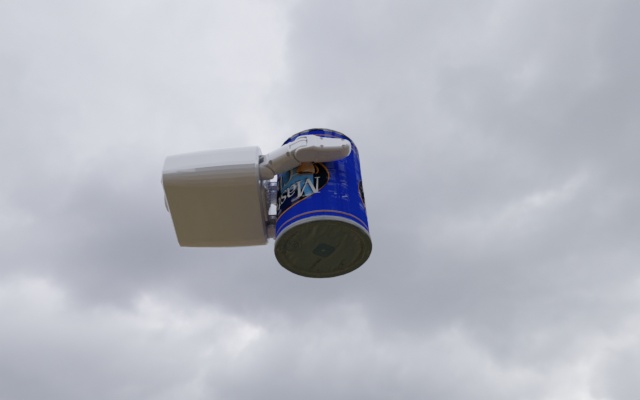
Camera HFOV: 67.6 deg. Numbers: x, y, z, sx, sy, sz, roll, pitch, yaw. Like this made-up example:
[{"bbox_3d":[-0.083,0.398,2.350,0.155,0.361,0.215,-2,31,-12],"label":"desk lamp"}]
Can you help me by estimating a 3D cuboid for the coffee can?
[{"bbox_3d":[0.000,0.002,0.543,0.103,0.140,0.103,-2,-42,-2],"label":"coffee can"}]
